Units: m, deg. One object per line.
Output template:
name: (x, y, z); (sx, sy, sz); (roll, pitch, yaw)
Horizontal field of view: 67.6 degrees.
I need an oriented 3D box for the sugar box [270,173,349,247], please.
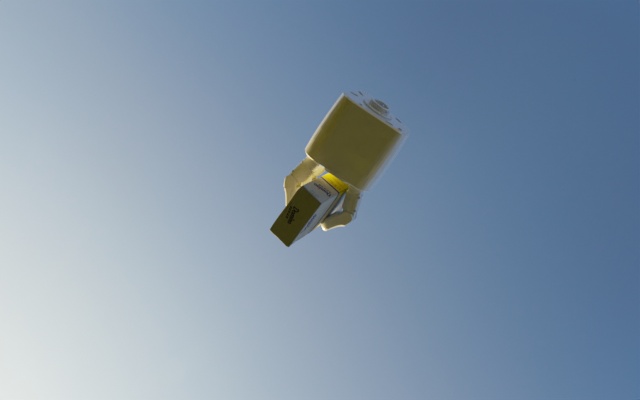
sugar box: (0.000, 0.002, 0.742); (0.048, 0.093, 0.176); (43, 27, 12)
